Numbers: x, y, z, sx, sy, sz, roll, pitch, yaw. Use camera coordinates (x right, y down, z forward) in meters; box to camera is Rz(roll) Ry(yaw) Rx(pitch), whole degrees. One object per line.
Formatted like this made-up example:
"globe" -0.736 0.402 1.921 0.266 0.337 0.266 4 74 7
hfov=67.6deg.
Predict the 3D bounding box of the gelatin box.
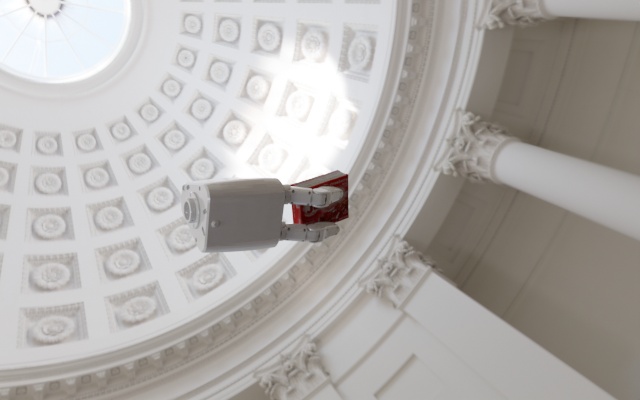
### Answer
"gelatin box" 0.000 0.002 0.703 0.089 0.073 0.030 -19 31 -31
